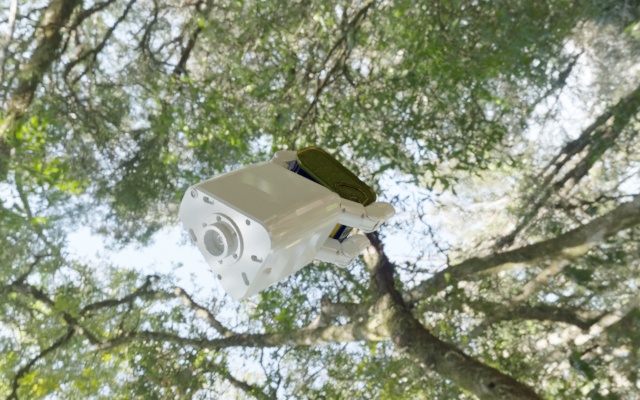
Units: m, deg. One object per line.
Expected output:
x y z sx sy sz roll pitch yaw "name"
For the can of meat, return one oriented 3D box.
0.000 0.002 0.554 0.102 0.084 0.057 40 32 13 "can of meat"
